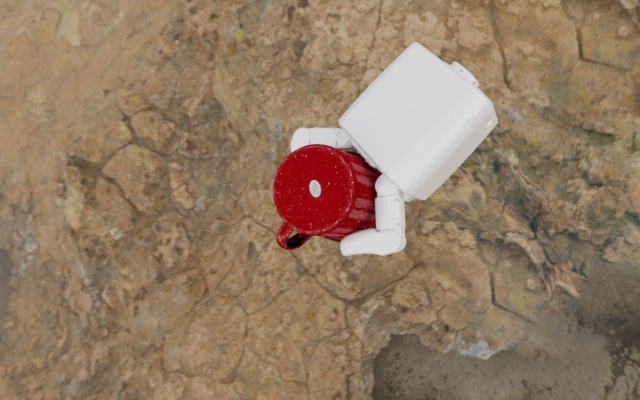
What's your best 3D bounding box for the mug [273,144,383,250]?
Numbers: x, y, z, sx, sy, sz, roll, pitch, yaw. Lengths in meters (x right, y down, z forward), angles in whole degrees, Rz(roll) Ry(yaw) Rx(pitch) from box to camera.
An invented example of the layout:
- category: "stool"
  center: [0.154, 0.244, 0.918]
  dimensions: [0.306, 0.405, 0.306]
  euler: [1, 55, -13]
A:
- category: "mug"
  center: [-0.001, 0.002, 0.452]
  dimensions: [0.093, 0.117, 0.081]
  euler: [48, 14, 20]
